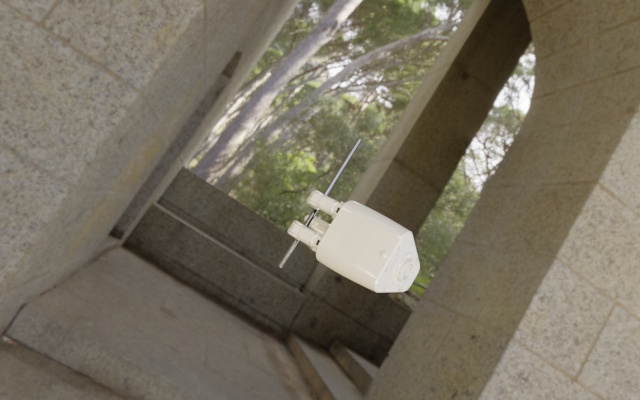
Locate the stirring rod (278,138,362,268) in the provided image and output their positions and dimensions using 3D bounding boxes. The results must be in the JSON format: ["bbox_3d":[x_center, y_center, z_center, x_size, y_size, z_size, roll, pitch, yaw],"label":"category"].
[{"bbox_3d":[0.000,0.003,0.759,0.011,0.239,0.011,32,-7,4],"label":"stirring rod"}]
